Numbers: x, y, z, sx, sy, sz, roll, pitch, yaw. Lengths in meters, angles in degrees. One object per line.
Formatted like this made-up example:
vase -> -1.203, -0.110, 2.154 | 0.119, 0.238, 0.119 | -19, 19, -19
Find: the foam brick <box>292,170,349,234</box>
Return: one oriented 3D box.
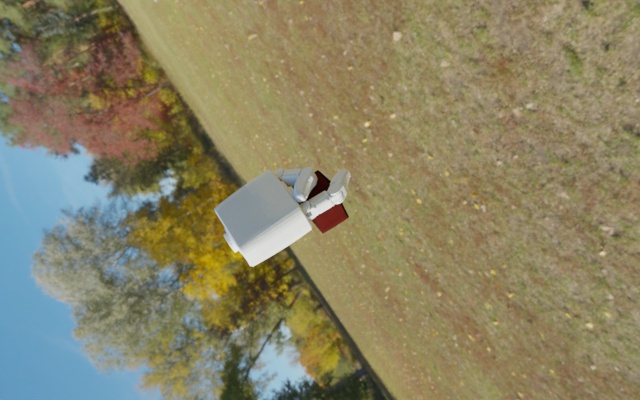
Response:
foam brick -> 0.000, 0.003, 0.753 | 0.051, 0.078, 0.053 | -35, 38, -8
